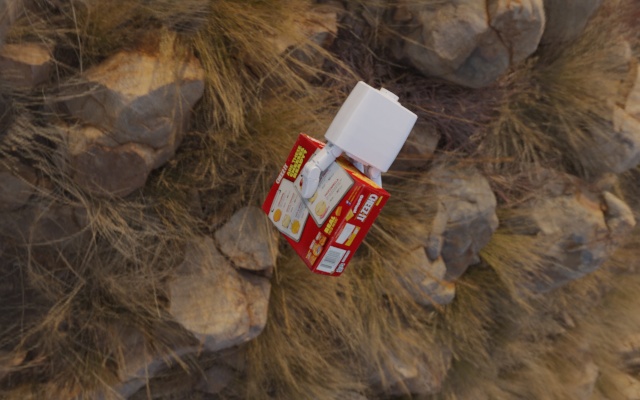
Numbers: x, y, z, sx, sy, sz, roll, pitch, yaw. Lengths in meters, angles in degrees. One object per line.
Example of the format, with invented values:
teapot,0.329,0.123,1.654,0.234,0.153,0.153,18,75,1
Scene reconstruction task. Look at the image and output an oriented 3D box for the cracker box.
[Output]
cracker box,0.000,0.003,0.820,0.072,0.164,0.213,19,17,-38
